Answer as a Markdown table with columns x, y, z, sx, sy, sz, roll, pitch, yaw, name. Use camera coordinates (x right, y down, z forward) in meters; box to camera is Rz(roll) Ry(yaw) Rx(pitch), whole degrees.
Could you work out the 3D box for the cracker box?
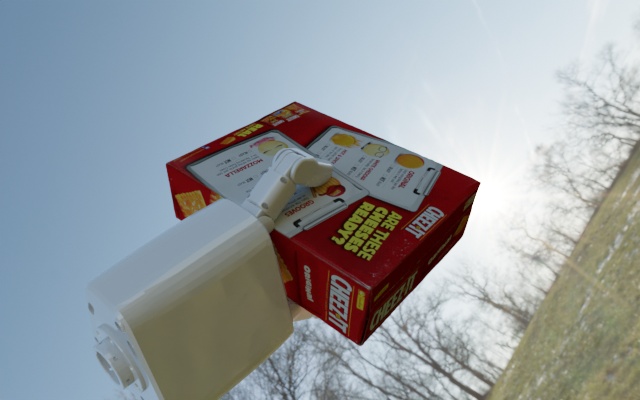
| x | y | z | sx | sy | sz | roll | pitch | yaw | name |
| --- | --- | --- | --- | --- | --- | --- | --- | --- | --- |
| 0.000 | 0.001 | 0.417 | 0.213 | 0.072 | 0.164 | 29 | 45 | 29 | cracker box |
